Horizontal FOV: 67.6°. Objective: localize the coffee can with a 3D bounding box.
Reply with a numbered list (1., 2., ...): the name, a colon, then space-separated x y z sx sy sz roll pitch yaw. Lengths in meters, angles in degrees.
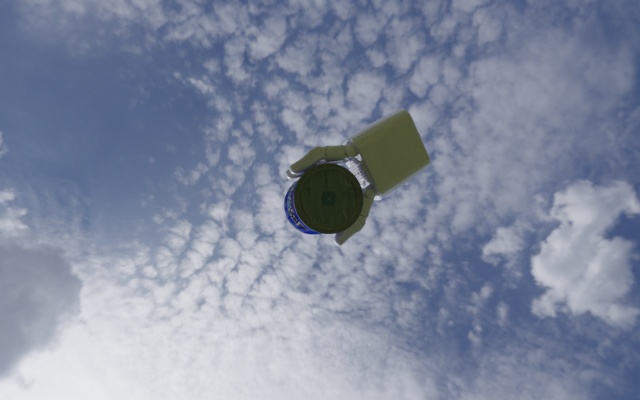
1. coffee can: 0.000 0.003 0.751 0.103 0.103 0.140 0 -4 -10
